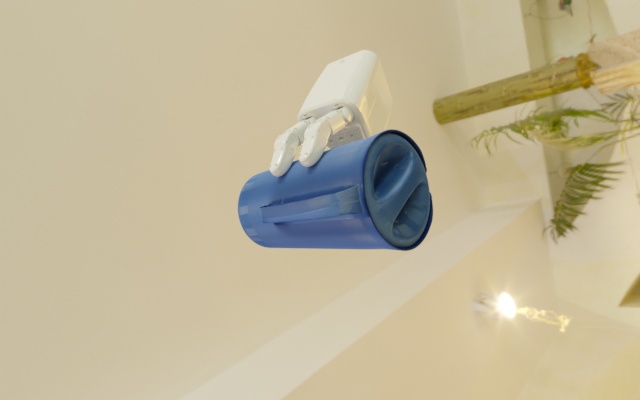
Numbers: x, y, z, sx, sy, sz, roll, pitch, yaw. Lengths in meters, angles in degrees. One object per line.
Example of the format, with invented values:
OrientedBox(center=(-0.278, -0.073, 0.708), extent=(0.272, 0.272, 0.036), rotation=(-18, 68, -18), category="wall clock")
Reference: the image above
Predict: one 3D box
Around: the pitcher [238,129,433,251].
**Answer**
OrientedBox(center=(0.000, 0.002, 0.590), extent=(0.243, 0.145, 0.149), rotation=(-9, -41, 43), category="pitcher")
